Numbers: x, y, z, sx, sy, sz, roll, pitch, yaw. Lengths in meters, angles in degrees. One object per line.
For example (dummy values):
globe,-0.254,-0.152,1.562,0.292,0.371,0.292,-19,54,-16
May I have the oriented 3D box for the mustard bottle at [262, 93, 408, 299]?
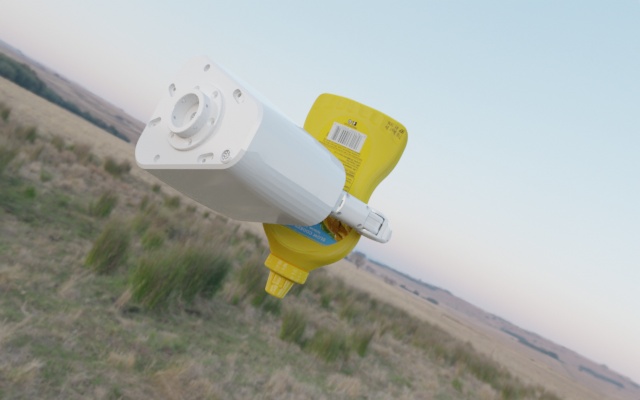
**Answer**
mustard bottle,0.000,0.001,0.446,0.096,0.191,0.058,26,-6,12
